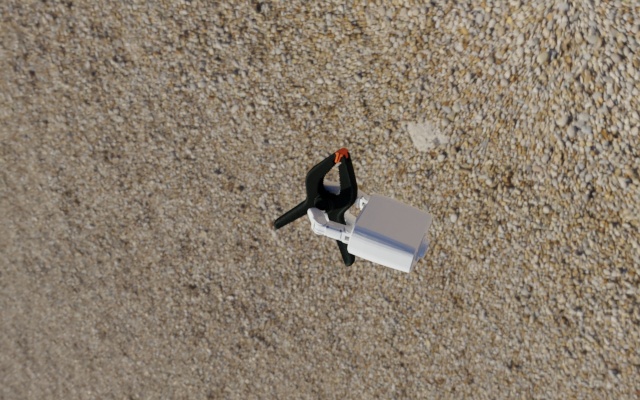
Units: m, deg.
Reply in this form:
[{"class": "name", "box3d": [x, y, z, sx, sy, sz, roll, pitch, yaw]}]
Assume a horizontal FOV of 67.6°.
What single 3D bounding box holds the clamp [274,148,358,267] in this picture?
[{"class": "clamp", "box3d": [0.000, 0.003, 0.828, 0.164, 0.210, 0.036, 19, 30, 16]}]
